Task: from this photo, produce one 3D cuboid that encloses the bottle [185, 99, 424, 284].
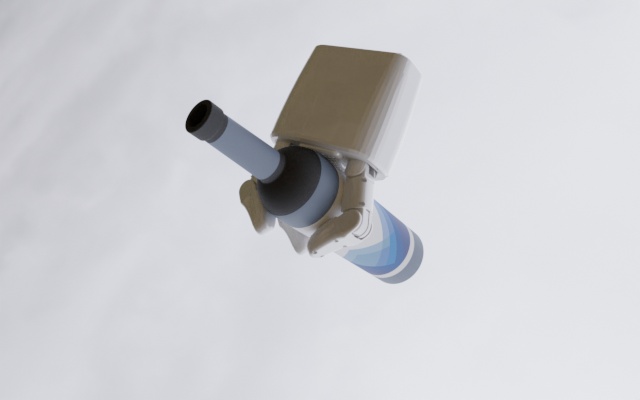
[{"bbox_3d":[0.000,0.002,0.437,0.069,0.069,0.296,0,-25,40],"label":"bottle"}]
